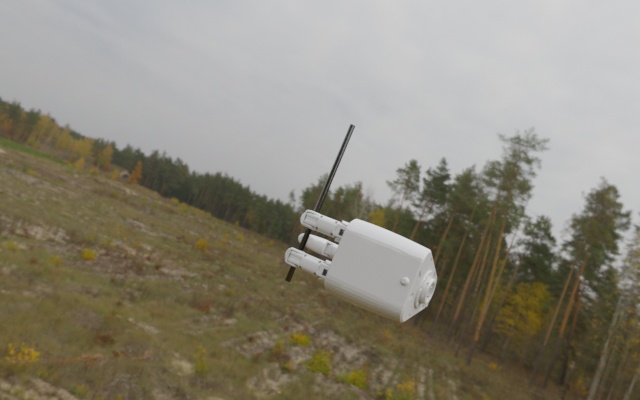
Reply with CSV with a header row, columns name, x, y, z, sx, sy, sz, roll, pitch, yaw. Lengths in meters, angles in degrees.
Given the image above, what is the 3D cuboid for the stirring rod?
name,x,y,z,sx,sy,sz,roll,pitch,yaw
stirring rod,0.000,0.002,0.677,0.011,0.239,0.011,23,-5,2
